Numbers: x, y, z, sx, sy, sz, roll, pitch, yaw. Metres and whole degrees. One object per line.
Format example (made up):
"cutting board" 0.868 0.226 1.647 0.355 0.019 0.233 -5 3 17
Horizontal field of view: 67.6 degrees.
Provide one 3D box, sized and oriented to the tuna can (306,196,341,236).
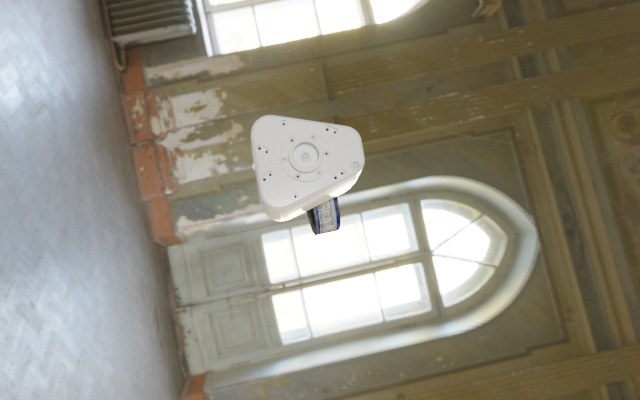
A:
"tuna can" 0.001 0.002 0.635 0.034 0.086 0.086 -12 2 -8
